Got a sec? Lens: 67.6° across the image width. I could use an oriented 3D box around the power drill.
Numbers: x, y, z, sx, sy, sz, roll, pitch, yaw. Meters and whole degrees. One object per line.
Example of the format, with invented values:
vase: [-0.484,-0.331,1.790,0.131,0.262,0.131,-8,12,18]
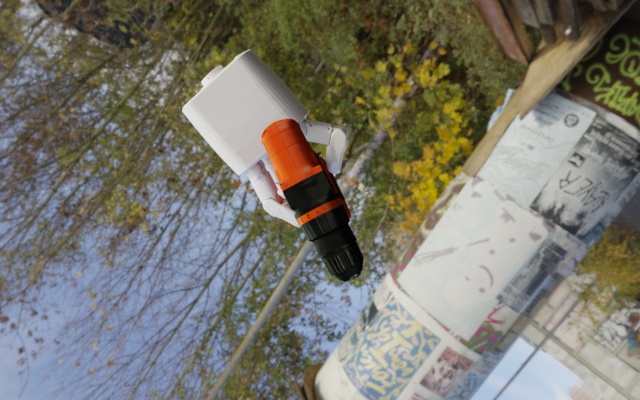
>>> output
power drill: [0.000,0.002,0.570,0.057,0.184,0.187,-25,-4,2]
